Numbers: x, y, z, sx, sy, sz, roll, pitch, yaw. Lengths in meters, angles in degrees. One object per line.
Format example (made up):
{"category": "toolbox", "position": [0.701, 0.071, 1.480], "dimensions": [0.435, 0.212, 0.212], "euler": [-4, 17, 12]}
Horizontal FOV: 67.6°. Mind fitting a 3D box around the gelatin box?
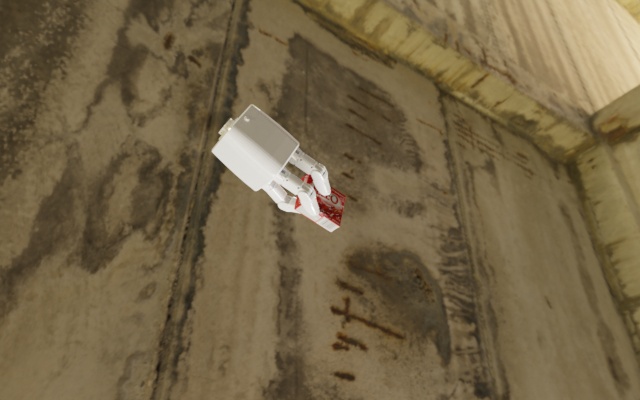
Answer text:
{"category": "gelatin box", "position": [0.000, 0.003, 0.857], "dimensions": [0.089, 0.073, 0.030], "euler": [33, -43, -24]}
